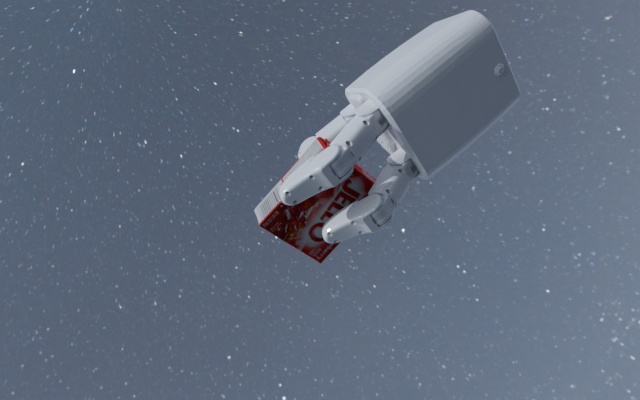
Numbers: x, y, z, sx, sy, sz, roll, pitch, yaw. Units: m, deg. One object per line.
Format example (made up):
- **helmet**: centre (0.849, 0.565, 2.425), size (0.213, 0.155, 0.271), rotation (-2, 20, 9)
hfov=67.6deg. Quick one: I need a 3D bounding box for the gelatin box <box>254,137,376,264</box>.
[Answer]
- **gelatin box**: centre (0.000, 0.001, 0.408), size (0.073, 0.089, 0.030), rotation (35, 14, -31)
